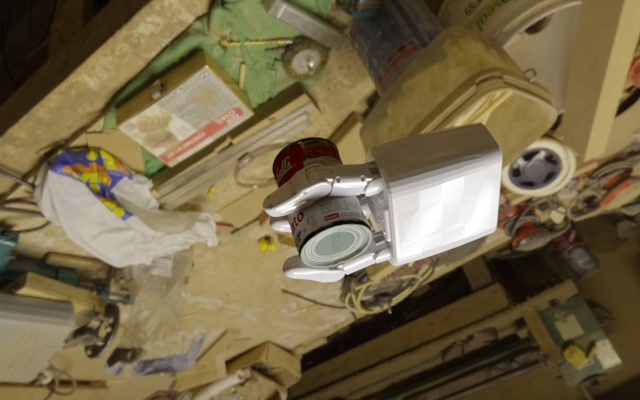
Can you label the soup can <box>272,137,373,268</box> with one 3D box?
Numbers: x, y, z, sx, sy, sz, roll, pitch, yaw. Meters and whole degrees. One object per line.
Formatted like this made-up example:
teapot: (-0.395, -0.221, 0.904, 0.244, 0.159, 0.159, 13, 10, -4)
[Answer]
soup can: (0.000, 0.002, 0.436, 0.068, 0.102, 0.069, -13, -36, -10)
